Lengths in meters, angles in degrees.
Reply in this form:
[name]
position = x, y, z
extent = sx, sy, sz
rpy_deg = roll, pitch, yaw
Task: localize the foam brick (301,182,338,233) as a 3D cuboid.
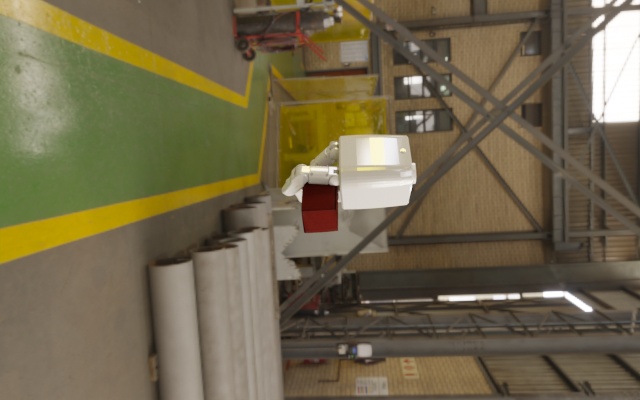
[foam brick]
position = 0.000, 0.003, 0.714
extent = 0.051, 0.078, 0.053
rpy_deg = -1, -41, 4
